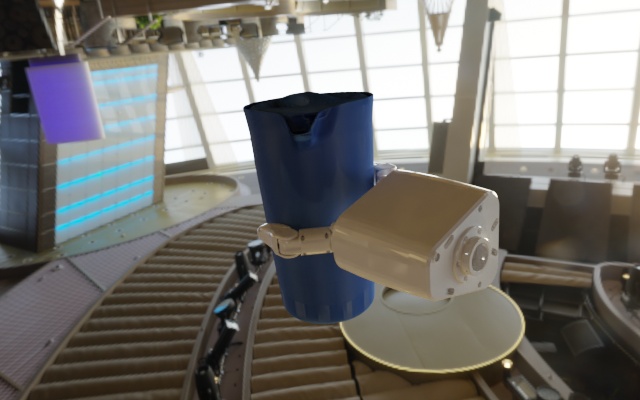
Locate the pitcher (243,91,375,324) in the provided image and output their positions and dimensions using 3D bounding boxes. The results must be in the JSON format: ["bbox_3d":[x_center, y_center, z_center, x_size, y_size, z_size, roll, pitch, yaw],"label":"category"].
[{"bbox_3d":[0.000,0.002,0.531,0.149,0.243,0.145,-20,23,-37],"label":"pitcher"}]
